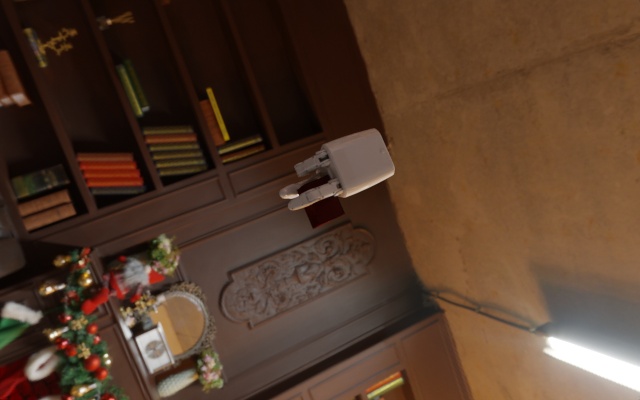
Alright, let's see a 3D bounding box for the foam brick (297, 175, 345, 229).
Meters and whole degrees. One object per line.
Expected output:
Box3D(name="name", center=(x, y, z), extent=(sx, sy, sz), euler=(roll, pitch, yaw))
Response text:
Box3D(name="foam brick", center=(0.000, 0.003, 0.843), extent=(0.051, 0.078, 0.053), euler=(-22, -3, -19))
